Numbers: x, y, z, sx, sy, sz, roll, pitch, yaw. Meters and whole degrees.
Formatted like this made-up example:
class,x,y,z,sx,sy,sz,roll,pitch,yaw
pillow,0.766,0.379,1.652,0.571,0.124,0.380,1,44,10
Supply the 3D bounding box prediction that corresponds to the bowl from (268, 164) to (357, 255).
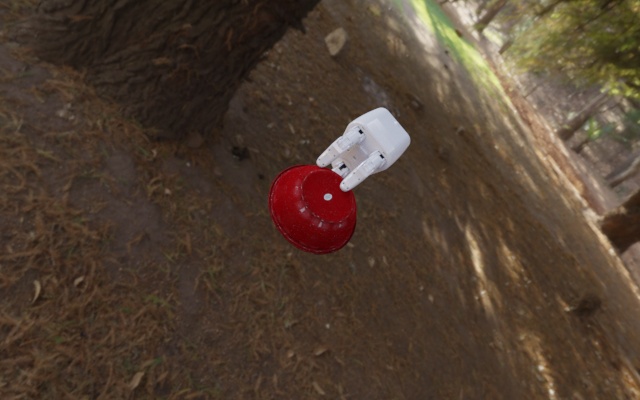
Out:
class,x,y,z,sx,sy,sz,roll,pitch,yaw
bowl,0.000,0.003,0.770,0.162,0.162,0.055,0,-23,-28
